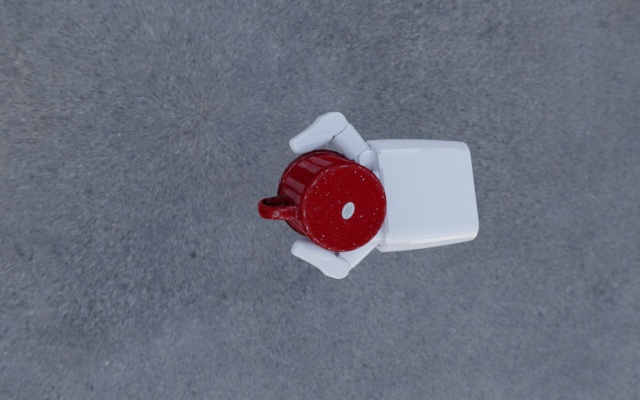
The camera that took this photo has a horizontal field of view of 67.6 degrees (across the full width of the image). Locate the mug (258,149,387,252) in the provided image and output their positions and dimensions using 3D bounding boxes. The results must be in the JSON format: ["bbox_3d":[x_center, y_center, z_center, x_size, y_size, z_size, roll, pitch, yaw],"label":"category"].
[{"bbox_3d":[-0.001,0.002,0.448,0.117,0.093,0.081,-5,11,-15],"label":"mug"}]
